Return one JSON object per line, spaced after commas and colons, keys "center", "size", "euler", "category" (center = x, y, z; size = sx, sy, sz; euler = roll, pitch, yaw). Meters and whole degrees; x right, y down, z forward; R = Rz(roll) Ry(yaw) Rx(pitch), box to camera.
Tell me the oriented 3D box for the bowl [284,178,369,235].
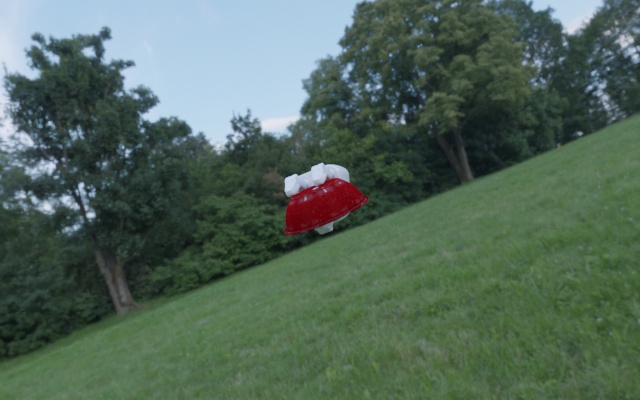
{"center": [0.000, 0.002, 0.834], "size": [0.162, 0.055, 0.162], "euler": [-22, 8, 3], "category": "bowl"}
